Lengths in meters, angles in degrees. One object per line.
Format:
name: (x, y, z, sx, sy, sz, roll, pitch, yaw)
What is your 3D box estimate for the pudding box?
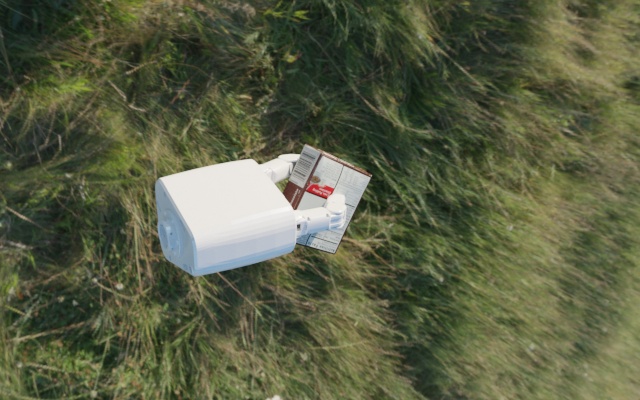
pudding box: (0.000, 0.002, 0.570, 0.090, 0.113, 0.039, 20, 9, -41)
